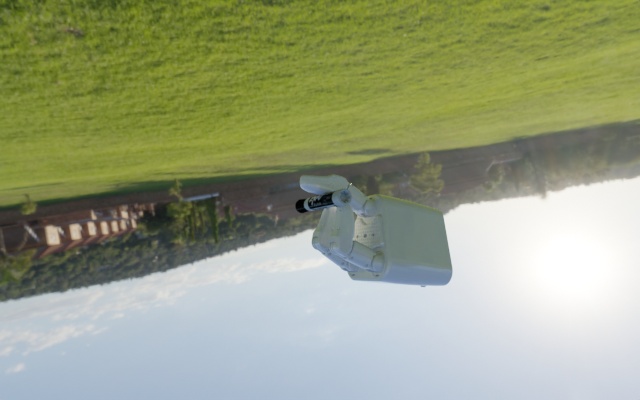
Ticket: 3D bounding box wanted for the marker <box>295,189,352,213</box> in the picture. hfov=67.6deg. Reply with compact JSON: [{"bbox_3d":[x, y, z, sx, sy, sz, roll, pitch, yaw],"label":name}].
[{"bbox_3d":[0.000,0.002,0.594,0.020,0.020,0.121,0,-6,-28],"label":"marker"}]
